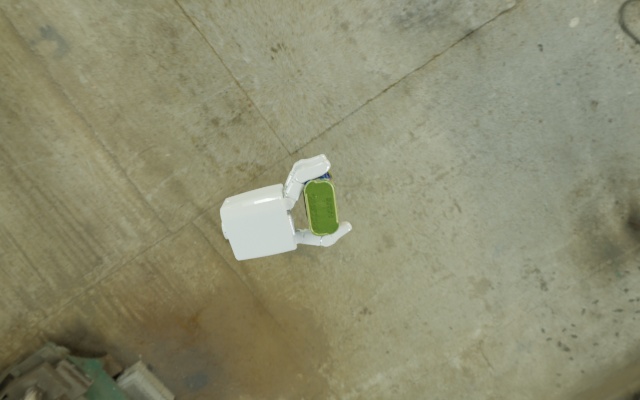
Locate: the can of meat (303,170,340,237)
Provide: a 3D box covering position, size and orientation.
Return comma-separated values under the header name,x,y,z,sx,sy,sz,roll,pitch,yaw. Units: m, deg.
name,x,y,z,sx,sy,sz,roll,pitch,yaw
can of meat,0.000,0.003,0.815,0.057,0.102,0.084,-8,15,-1
